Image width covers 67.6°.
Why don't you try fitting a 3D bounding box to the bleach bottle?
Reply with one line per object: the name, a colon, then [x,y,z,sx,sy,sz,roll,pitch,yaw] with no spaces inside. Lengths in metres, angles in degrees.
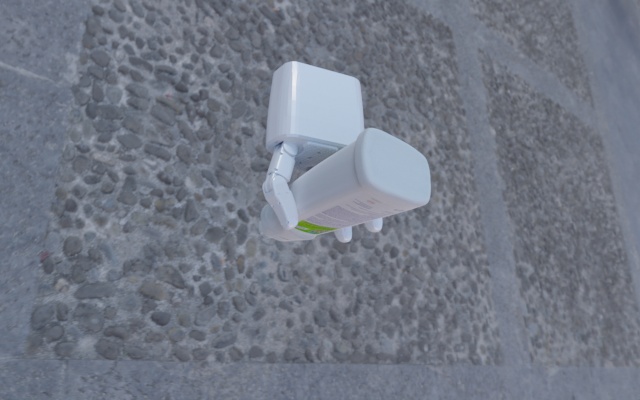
bleach bottle: [0.000,0.002,0.557,0.102,0.068,0.251,19,-28,-35]
